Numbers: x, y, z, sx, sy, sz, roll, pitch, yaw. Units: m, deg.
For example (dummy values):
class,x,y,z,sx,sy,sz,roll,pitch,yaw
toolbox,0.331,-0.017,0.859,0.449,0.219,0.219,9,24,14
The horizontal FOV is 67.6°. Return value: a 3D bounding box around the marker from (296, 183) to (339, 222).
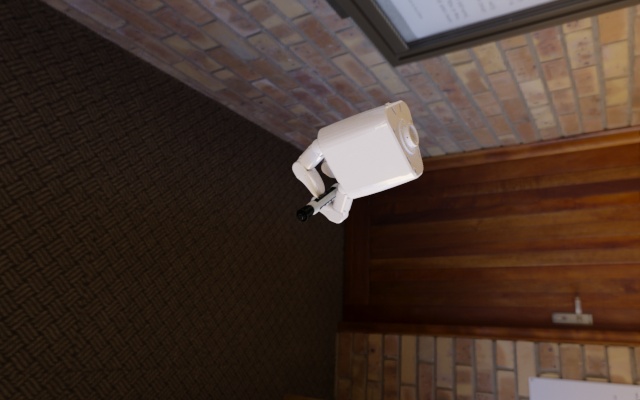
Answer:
class,x,y,z,sx,sy,sz,roll,pitch,yaw
marker,0.000,0.002,0.681,0.020,0.020,0.121,0,19,29
